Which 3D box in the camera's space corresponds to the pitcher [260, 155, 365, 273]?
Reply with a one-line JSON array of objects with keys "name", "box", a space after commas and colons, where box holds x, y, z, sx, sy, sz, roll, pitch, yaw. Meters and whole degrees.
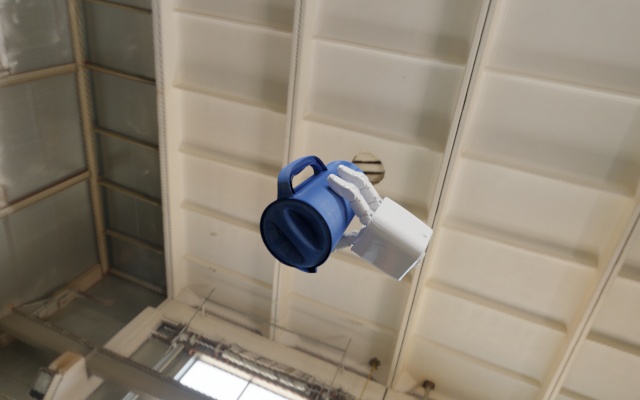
[{"name": "pitcher", "box": [0.000, 0.003, 0.874, 0.145, 0.149, 0.242, 34, 33, 7]}]
